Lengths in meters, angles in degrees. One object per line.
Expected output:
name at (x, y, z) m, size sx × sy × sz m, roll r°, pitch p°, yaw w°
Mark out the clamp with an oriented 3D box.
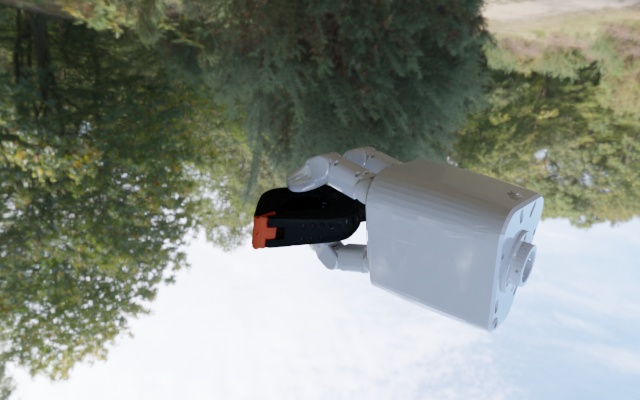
clamp at (0.000, 0.002, 0.459) m, size 0.164 × 0.036 × 0.210 m, roll 19°, pitch 22°, yaw 36°
